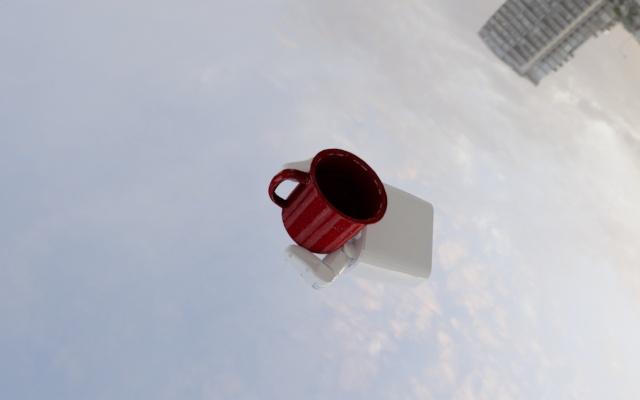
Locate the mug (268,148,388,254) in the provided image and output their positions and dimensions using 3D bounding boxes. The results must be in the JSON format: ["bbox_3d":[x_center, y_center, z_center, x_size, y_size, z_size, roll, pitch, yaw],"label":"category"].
[{"bbox_3d":[-0.001,0.001,0.504,0.117,0.093,0.081,19,-42,-24],"label":"mug"}]
